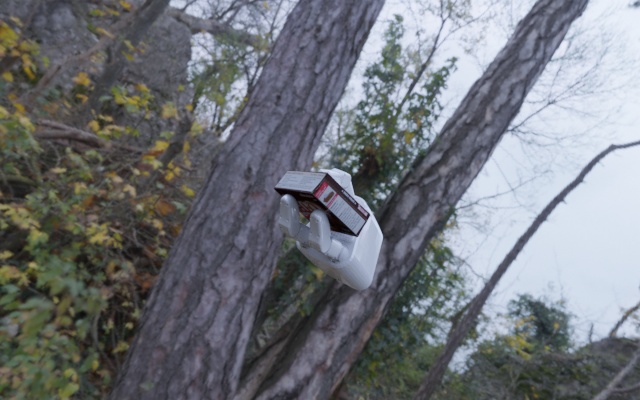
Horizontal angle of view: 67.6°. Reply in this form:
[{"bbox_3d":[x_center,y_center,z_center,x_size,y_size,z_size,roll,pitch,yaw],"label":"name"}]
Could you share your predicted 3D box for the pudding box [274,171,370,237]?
[{"bbox_3d":[0.000,0.002,0.630,0.090,0.039,0.113,42,-18,-25],"label":"pudding box"}]
